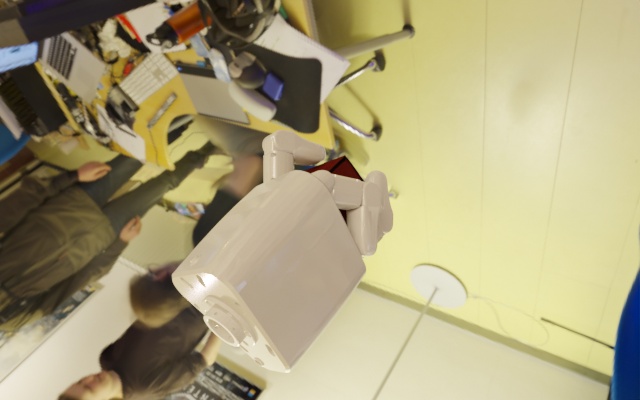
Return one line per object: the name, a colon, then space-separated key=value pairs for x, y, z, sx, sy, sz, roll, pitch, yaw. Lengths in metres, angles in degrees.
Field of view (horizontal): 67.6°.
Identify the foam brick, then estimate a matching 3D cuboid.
foam brick: x=0.000 y=0.001 z=0.434 sx=0.078 sy=0.053 sz=0.051 roll=-18 pitch=24 yaw=53
